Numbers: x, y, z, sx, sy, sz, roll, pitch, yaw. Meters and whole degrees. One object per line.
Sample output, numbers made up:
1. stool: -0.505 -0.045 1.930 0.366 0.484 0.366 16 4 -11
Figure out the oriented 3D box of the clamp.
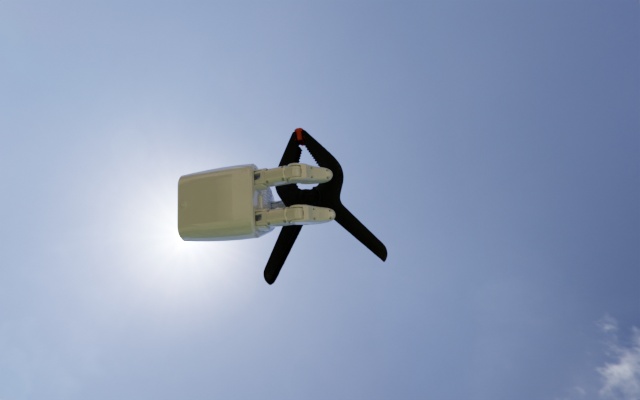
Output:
1. clamp: 0.000 0.002 0.643 0.164 0.210 0.036 -6 -14 7
